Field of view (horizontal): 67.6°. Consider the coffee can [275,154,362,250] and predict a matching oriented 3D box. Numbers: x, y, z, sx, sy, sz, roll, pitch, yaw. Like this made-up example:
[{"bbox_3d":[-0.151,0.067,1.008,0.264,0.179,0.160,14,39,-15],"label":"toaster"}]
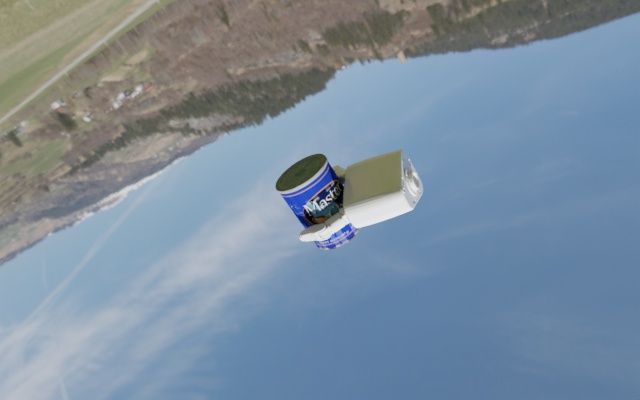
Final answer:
[{"bbox_3d":[0.000,0.003,0.850,0.103,0.140,0.102,-27,26,14],"label":"coffee can"}]
